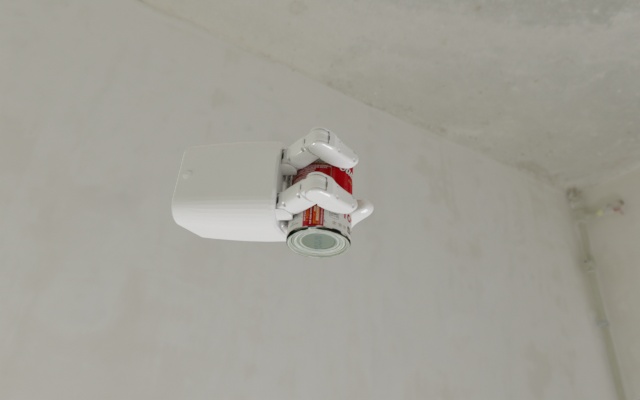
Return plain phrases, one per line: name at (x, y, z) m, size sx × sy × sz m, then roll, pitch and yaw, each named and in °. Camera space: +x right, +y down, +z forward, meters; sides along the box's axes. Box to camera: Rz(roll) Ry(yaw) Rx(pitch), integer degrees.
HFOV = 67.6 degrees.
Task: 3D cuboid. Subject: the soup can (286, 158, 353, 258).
soup can at (0.001, 0.002, 0.508) m, size 0.068 × 0.102 × 0.068 m, roll 3°, pitch -32°, yaw 2°
